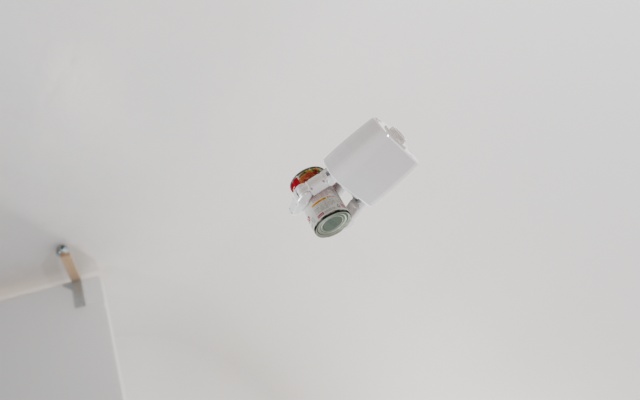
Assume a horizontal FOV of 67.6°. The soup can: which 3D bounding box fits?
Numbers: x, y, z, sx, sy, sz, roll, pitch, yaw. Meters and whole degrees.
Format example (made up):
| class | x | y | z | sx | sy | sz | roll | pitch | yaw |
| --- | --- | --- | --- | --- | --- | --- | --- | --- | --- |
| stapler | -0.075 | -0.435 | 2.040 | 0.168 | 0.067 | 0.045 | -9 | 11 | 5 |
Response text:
| class | x | y | z | sx | sy | sz | roll | pitch | yaw |
| --- | --- | --- | --- | --- | --- | --- | --- | --- | --- |
| soup can | 0.000 | 0.003 | 0.792 | 0.068 | 0.102 | 0.069 | -21 | -34 | -14 |
